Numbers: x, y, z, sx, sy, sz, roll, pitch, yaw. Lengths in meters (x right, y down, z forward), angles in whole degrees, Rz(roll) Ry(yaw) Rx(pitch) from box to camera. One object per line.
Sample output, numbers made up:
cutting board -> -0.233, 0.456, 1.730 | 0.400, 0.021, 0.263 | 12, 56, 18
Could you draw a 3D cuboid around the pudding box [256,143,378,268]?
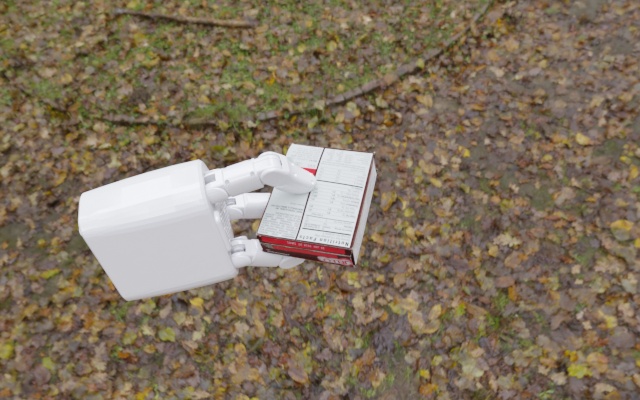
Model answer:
pudding box -> 0.000, 0.001, 0.450 | 0.090, 0.113, 0.039 | 9, -31, 13
